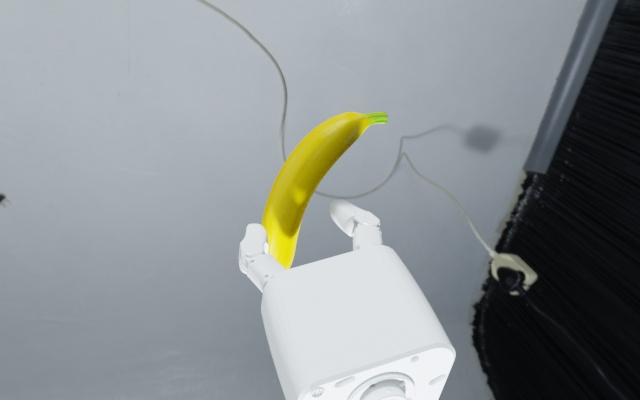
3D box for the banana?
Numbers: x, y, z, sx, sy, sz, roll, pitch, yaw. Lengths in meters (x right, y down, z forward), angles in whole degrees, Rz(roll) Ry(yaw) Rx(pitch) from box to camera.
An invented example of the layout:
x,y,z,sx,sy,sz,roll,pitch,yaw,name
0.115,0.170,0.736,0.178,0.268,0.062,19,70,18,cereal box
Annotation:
x,y,z,sx,sy,sz,roll,pitch,yaw,name
-0.013,-0.008,0.449,0.070,0.198,0.037,25,20,-29,banana
